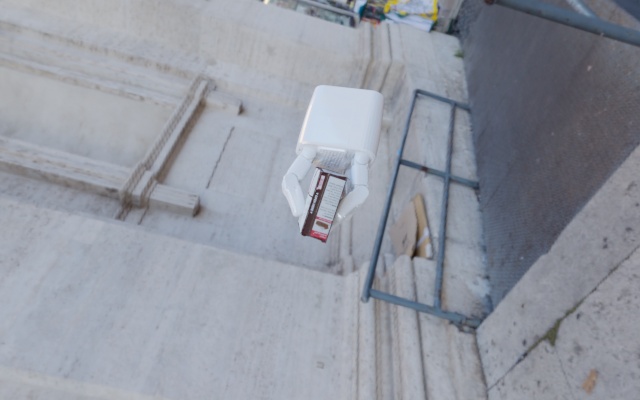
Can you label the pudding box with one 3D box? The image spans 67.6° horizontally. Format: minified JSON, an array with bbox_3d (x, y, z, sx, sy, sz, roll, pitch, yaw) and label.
[{"bbox_3d":[0.000,0.002,0.650,0.039,0.090,0.113,17,5,-4],"label":"pudding box"}]
